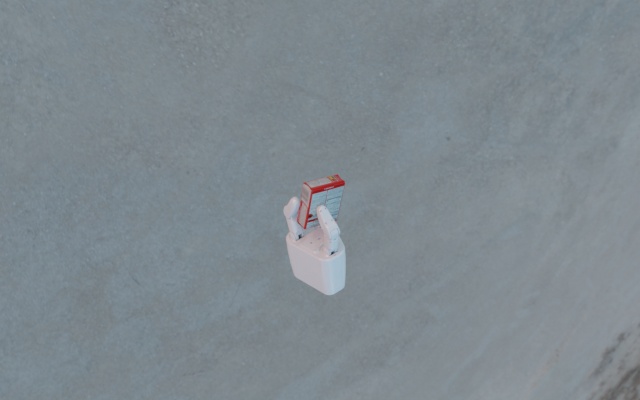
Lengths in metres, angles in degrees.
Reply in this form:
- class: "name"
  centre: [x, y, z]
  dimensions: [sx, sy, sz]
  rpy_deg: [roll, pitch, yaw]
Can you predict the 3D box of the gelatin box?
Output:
- class: "gelatin box"
  centre: [0.000, 0.003, 0.843]
  dimensions: [0.073, 0.089, 0.030]
  rpy_deg: [-15, 44, -32]
